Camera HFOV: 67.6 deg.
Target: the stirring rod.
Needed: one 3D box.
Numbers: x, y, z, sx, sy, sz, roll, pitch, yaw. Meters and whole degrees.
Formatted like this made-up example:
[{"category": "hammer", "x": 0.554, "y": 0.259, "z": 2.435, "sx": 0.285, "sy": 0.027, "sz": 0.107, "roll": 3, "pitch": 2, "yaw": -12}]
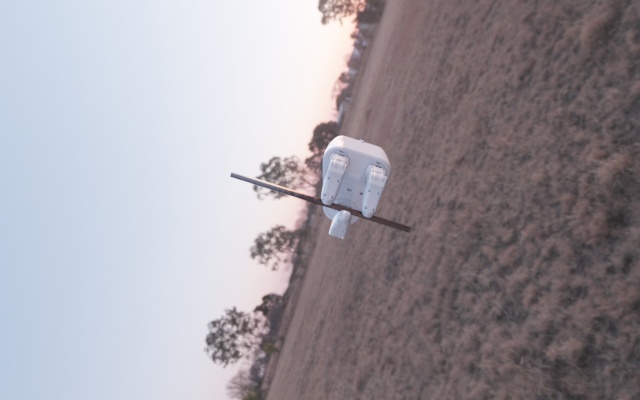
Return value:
[{"category": "stirring rod", "x": 0.000, "y": 0.002, "z": 0.614, "sx": 0.239, "sy": 0.011, "sz": 0.011, "roll": 17, "pitch": 0, "yaw": 0}]
